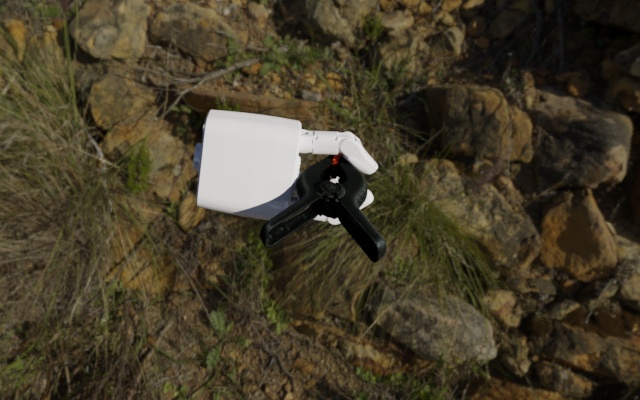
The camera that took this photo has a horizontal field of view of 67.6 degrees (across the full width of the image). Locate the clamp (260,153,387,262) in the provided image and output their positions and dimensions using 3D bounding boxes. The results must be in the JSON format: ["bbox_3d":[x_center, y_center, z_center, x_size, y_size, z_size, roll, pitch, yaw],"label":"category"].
[{"bbox_3d":[0.000,0.001,0.510,0.120,0.039,0.171,8,32,-8],"label":"clamp"}]
